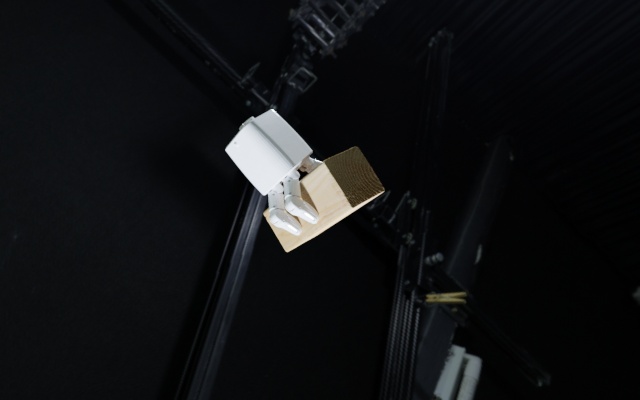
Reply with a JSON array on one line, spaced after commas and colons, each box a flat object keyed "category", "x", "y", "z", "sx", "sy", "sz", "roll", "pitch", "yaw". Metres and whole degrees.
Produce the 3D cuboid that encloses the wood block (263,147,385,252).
[{"category": "wood block", "x": 0.000, "y": 0.002, "z": 0.835, "sx": 0.091, "sy": 0.090, "sz": 0.206, "roll": -28, "pitch": -6, "yaw": -42}]
